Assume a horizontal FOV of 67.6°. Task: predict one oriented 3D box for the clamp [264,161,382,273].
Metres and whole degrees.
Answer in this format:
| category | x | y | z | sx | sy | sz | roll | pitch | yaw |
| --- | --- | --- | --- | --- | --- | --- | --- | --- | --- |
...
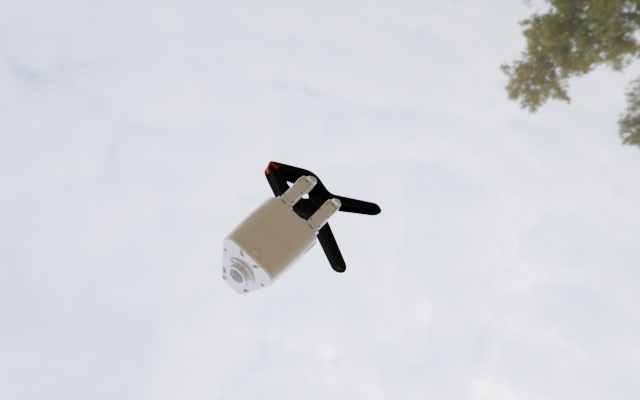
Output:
| category | x | y | z | sx | sy | sz | roll | pitch | yaw |
| --- | --- | --- | --- | --- | --- | --- | --- | --- | --- |
| clamp | -0.001 | 0.003 | 0.798 | 0.164 | 0.210 | 0.036 | -43 | -6 | -43 |
